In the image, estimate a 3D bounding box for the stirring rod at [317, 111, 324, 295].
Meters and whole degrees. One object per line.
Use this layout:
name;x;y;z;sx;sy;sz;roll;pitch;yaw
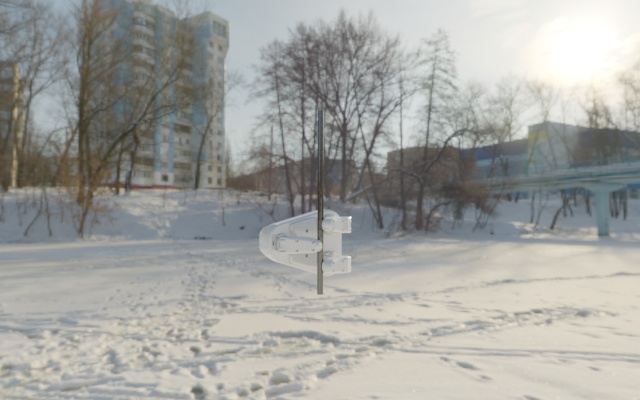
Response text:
stirring rod;0.000;0.002;0.627;0.011;0.239;0.011;0;-2;0
